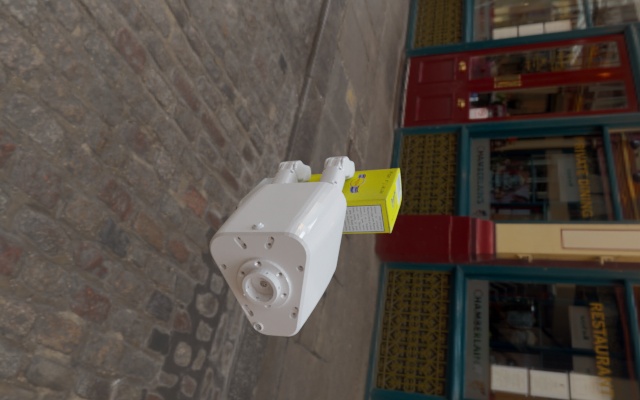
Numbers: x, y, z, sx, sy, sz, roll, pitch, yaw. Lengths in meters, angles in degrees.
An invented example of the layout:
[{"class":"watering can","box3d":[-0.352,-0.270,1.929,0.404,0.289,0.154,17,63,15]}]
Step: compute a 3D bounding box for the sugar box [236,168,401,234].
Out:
[{"class":"sugar box","box3d":[0.000,0.001,0.551,0.176,0.048,0.093,-1,24,19]}]
